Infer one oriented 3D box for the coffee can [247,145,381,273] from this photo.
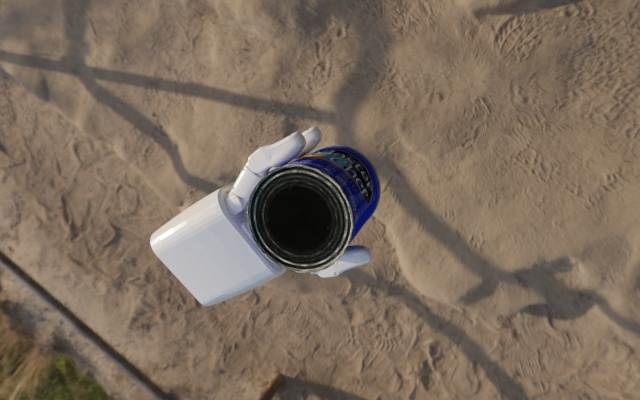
[{"bbox_3d":[0.000,0.002,0.495,0.103,0.103,0.140,0,13,17],"label":"coffee can"}]
